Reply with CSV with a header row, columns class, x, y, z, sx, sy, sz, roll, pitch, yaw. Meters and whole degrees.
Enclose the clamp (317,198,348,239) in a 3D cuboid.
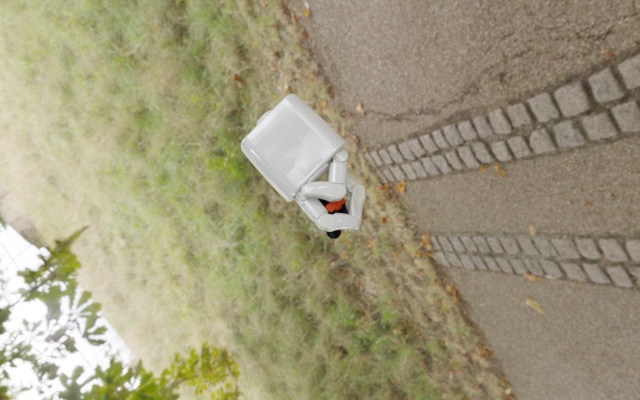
class,x,y,z,sx,sy,sz,roll,pitch,yaw
clamp,0.000,0.003,0.752,0.039,0.120,0.171,-43,-4,-14
